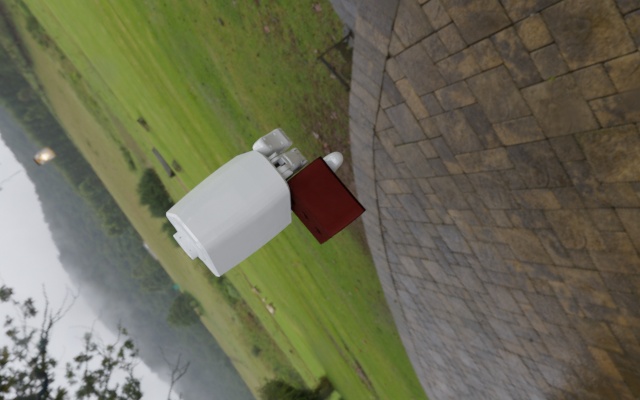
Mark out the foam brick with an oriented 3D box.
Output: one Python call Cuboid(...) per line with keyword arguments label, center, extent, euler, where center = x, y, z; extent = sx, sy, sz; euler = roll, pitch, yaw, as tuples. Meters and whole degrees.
Cuboid(label="foam brick", center=(0.000, 0.002, 0.527), extent=(0.051, 0.078, 0.053), euler=(-40, -2, -19))
